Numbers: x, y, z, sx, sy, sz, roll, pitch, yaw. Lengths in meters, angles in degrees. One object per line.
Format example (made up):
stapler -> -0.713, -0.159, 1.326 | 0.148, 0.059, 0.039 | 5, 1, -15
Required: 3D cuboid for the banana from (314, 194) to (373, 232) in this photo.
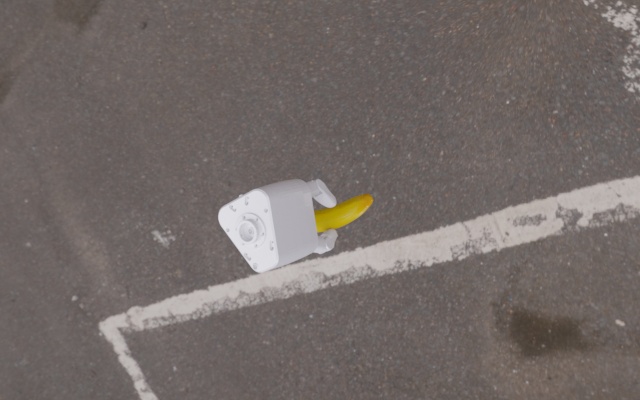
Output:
banana -> -0.005, 0.021, 0.810 | 0.198, 0.069, 0.037 | 1, -8, 32
